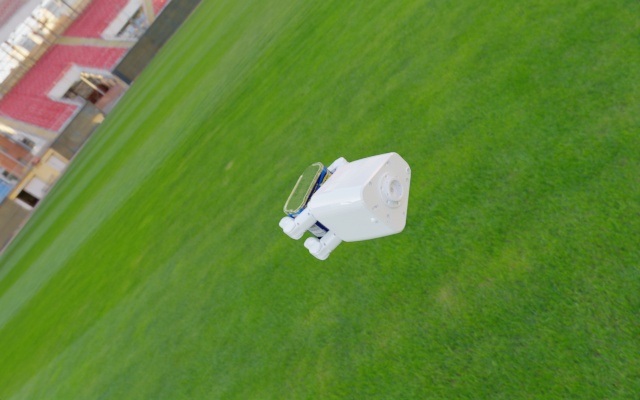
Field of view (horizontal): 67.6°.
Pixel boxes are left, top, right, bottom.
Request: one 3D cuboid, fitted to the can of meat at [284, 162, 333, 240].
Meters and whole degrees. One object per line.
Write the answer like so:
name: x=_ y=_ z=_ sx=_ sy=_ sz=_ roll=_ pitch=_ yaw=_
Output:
can of meat: x=0.000 y=0.002 z=0.762 sx=0.084 sy=0.102 sz=0.057 roll=40 pitch=-29 yaw=-26
